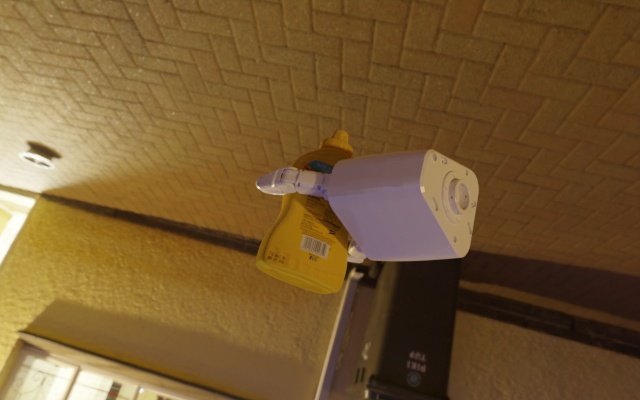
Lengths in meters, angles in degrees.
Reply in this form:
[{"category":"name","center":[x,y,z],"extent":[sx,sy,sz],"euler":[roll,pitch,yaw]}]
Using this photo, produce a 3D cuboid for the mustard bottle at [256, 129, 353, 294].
[{"category":"mustard bottle","center":[0.000,0.002,0.545],"extent":[0.096,0.191,0.058],"euler":[24,-24,-17]}]
